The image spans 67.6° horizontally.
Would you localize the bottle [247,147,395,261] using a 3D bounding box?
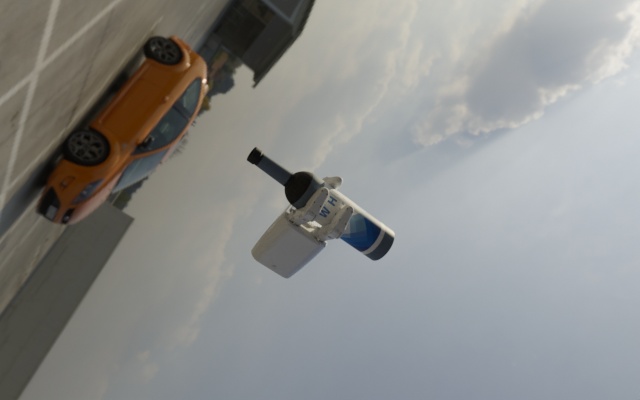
[{"bbox_3d":[0.000,0.003,0.831,0.296,0.069,0.069,35,-13,-19],"label":"bottle"}]
